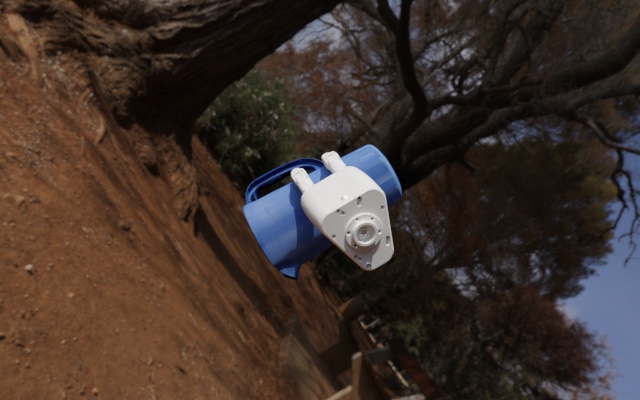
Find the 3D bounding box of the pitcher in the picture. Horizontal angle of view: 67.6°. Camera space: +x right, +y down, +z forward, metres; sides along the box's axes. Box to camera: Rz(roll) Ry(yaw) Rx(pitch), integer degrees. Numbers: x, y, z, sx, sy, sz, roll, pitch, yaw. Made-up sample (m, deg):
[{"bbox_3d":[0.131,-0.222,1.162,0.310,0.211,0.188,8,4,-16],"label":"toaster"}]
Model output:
[{"bbox_3d":[0.000,0.003,0.786,0.243,0.149,0.145,-30,18,-3],"label":"pitcher"}]
